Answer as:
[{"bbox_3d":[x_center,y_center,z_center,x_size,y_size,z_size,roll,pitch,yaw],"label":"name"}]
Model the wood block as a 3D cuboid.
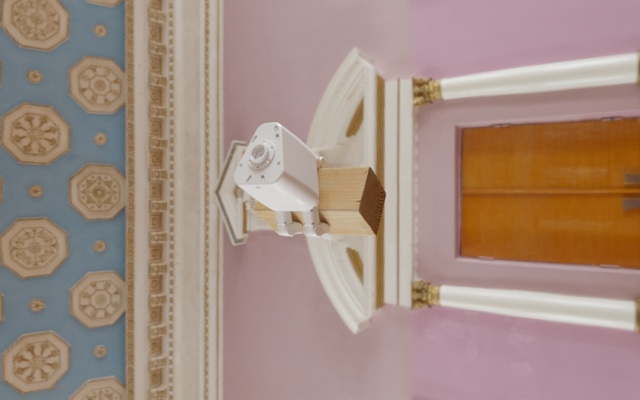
[{"bbox_3d":[0.000,0.002,0.851,0.206,0.090,0.090,0,-32,30],"label":"wood block"}]
